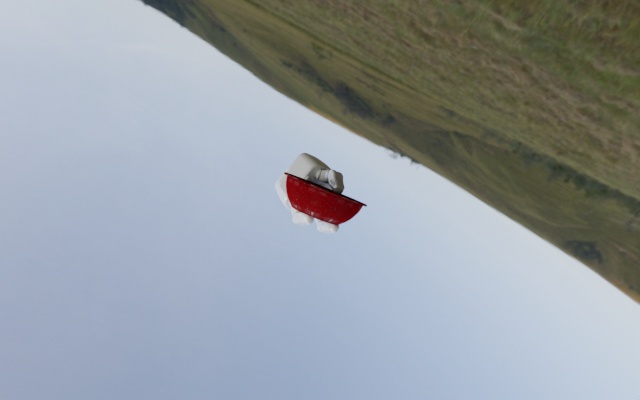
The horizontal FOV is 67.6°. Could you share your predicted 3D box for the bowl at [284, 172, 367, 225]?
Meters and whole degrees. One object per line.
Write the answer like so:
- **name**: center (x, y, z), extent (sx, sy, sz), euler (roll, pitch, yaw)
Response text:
- **bowl**: center (0.000, 0.003, 0.862), extent (0.162, 0.055, 0.162), euler (22, 2, -1)
